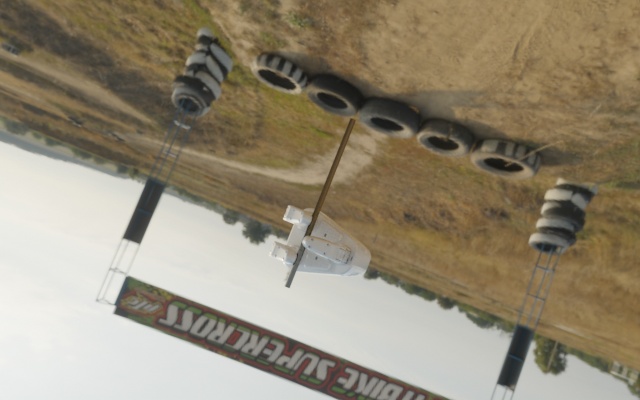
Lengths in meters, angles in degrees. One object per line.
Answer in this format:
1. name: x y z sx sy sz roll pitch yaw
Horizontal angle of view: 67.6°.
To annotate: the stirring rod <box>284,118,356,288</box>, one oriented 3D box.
1. stirring rod: 0.000 0.002 0.635 0.011 0.239 0.011 21 -5 2
